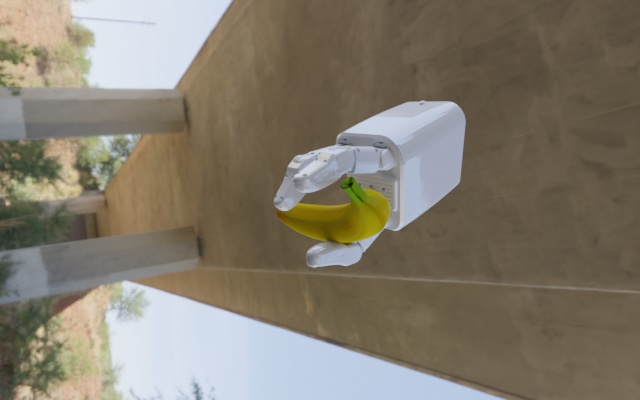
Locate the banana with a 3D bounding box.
[{"bbox_3d":[0.015,0.013,0.463,0.069,0.037,0.198,42,-22,-11],"label":"banana"}]
